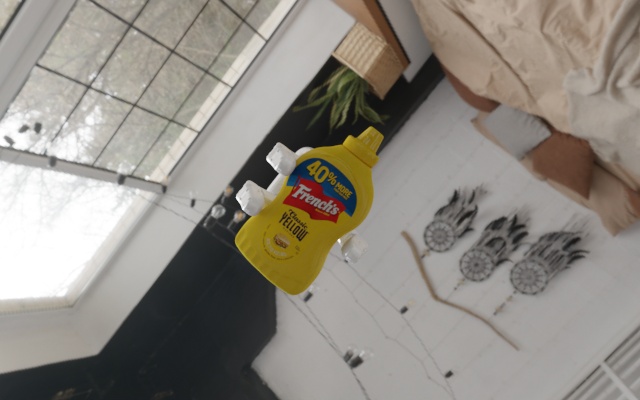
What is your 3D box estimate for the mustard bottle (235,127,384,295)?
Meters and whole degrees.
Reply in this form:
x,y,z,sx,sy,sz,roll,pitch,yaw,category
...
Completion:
x,y,z,sx,sy,sz,roll,pitch,yaw,category
0.000,0.002,0.511,0.096,0.191,0.058,41,9,14,mustard bottle
